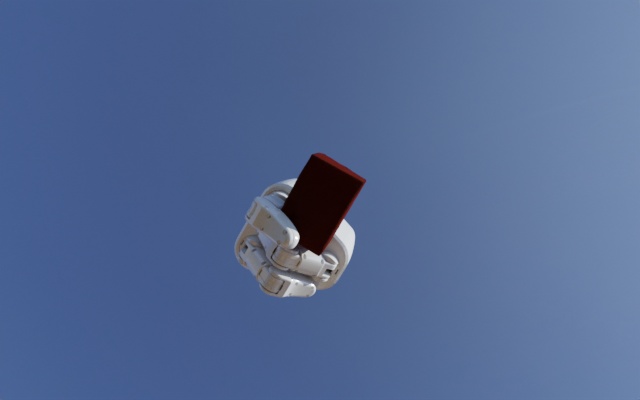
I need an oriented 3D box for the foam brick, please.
[{"bbox_3d":[0.000,0.001,0.438,0.053,0.078,0.051,32,12,5],"label":"foam brick"}]
